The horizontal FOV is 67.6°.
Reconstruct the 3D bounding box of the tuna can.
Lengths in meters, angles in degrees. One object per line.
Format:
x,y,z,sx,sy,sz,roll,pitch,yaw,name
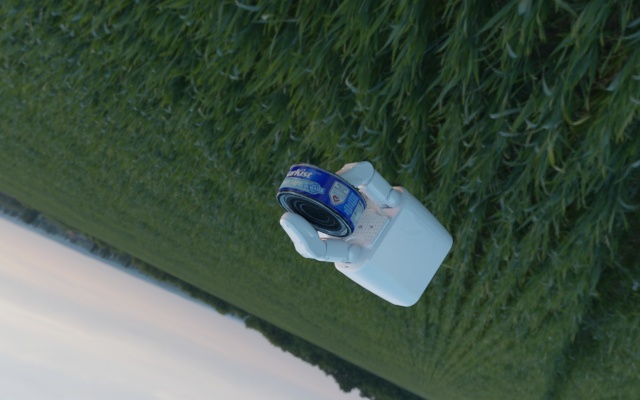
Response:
0.000,0.002,0.473,0.086,0.033,0.086,25,-20,10,tuna can
